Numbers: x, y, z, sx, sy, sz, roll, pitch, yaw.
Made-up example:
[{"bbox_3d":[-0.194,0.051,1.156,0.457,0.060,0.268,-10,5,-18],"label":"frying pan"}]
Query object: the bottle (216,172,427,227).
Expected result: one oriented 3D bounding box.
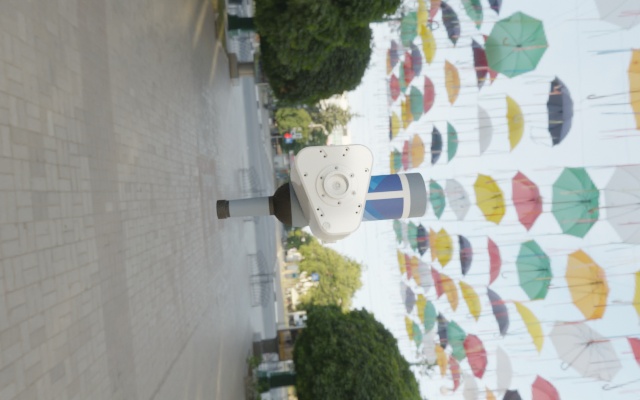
[{"bbox_3d":[0.000,0.002,0.690,0.296,0.069,0.069,-4,0,-5],"label":"bottle"}]
